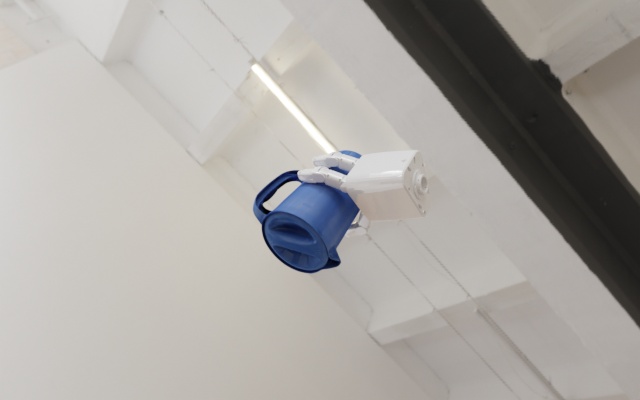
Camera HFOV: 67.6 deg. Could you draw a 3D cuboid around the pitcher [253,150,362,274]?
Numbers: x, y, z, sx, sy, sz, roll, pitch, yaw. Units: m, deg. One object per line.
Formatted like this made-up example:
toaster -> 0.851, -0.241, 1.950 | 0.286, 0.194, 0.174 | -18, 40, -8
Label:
pitcher -> 0.000, 0.003, 0.884 | 0.145, 0.149, 0.242 | -6, 31, 37
